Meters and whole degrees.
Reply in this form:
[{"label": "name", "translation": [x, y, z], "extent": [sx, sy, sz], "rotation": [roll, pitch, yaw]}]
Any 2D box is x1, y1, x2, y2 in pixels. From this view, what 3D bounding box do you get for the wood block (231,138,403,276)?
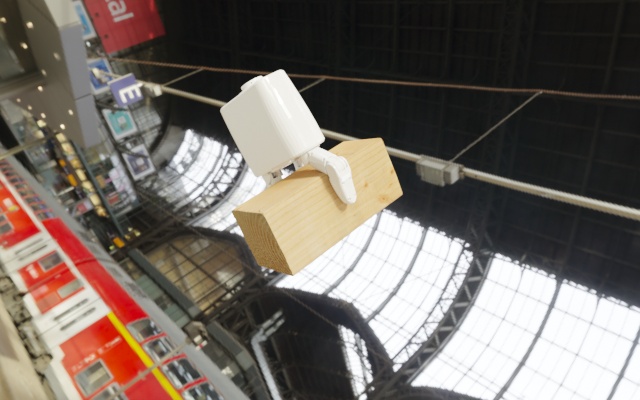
[{"label": "wood block", "translation": [0.000, 0.002, 0.642], "extent": [0.206, 0.090, 0.091], "rotation": [-34, 21, -29]}]
